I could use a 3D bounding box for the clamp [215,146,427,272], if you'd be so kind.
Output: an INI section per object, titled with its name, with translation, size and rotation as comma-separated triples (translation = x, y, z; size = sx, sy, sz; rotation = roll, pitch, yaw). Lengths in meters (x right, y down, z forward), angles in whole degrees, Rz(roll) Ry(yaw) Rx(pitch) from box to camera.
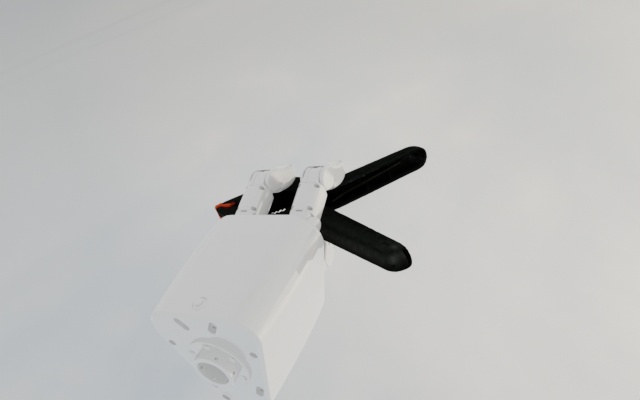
[clamp]
translation = 0.000, 0.002, 0.455
size = 0.210, 0.036, 0.164
rotation = -1, 35, 27
